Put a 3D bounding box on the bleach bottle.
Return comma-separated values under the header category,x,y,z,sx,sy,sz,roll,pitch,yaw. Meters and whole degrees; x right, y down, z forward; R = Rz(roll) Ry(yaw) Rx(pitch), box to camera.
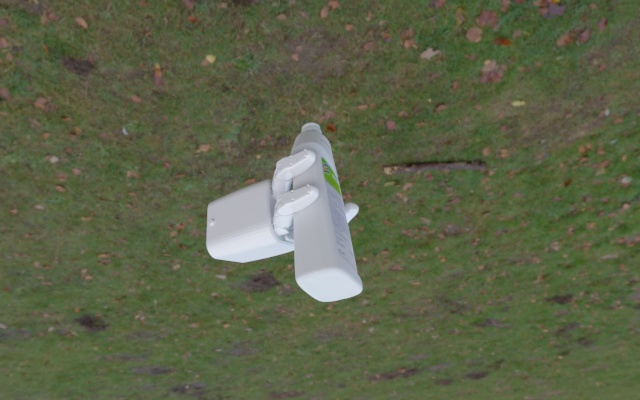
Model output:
category,x,y,z,sx,sy,sz,roll,pitch,yaw
bleach bottle,0.000,0.002,0.654,0.068,0.250,0.103,-17,-34,16
